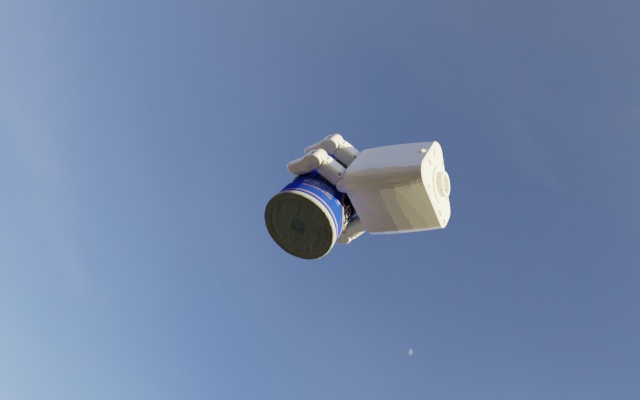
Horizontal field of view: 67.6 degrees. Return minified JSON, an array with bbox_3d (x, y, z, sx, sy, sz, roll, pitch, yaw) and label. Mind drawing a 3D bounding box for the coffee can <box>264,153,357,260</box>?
[{"bbox_3d":[0.000,0.002,0.675,0.103,0.103,0.140,0,28,29],"label":"coffee can"}]
